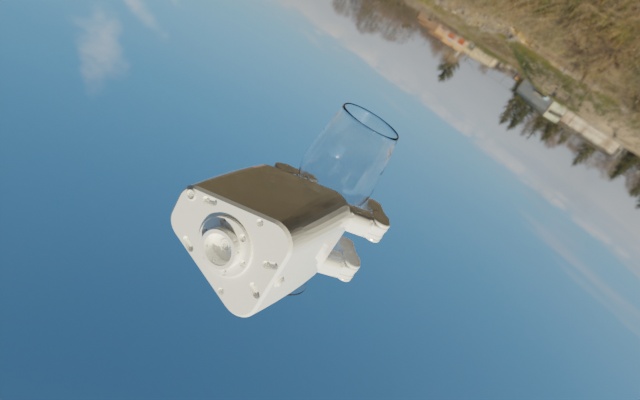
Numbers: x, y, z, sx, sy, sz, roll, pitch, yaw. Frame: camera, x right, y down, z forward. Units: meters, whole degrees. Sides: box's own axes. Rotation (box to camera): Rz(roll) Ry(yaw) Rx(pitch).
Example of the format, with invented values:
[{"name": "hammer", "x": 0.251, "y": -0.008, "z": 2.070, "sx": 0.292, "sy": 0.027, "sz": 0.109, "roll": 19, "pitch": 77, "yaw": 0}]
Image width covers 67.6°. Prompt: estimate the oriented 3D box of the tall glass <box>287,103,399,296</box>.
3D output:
[{"name": "tall glass", "x": 0.000, "y": 0.002, "z": 0.491, "sx": 0.079, "sy": 0.201, "sz": 0.079, "roll": 26, "pitch": 24, "yaw": -13}]
